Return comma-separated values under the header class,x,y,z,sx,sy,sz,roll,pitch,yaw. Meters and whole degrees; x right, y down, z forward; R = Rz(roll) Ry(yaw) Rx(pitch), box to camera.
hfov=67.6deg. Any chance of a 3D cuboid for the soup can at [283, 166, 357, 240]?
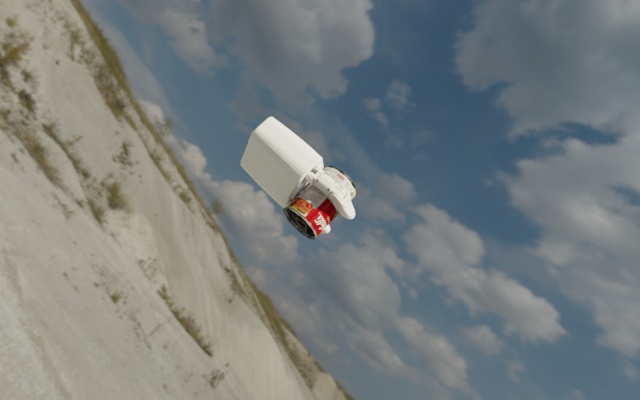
class,x,y,z,sx,sy,sz,roll,pitch,yaw
soup can,0.001,0.003,0.755,0.102,0.068,0.068,-46,19,-20
